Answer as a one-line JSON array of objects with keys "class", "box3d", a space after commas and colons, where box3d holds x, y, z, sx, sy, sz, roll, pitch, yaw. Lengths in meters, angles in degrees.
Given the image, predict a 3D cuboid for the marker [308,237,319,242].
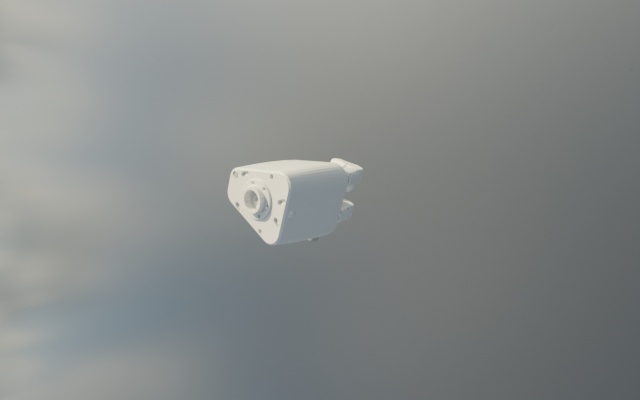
[{"class": "marker", "box3d": [0.000, 0.002, 0.696, 0.020, 0.121, 0.020, 12, 19, -4]}]
